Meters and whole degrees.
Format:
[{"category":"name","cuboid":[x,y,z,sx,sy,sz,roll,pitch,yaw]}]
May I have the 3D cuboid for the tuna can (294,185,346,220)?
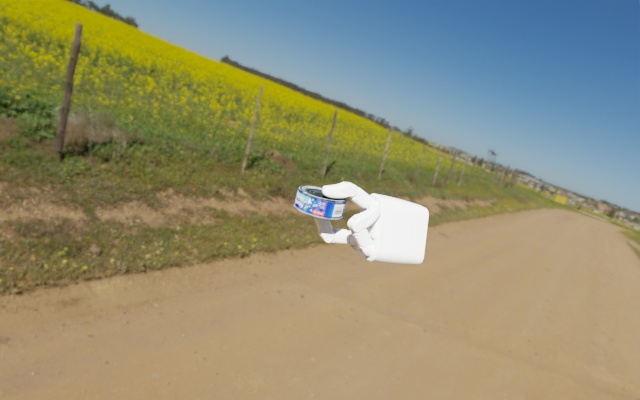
[{"category":"tuna can","cuboid":[0.000,0.002,0.807,0.086,0.034,0.086,13,13,-3]}]
